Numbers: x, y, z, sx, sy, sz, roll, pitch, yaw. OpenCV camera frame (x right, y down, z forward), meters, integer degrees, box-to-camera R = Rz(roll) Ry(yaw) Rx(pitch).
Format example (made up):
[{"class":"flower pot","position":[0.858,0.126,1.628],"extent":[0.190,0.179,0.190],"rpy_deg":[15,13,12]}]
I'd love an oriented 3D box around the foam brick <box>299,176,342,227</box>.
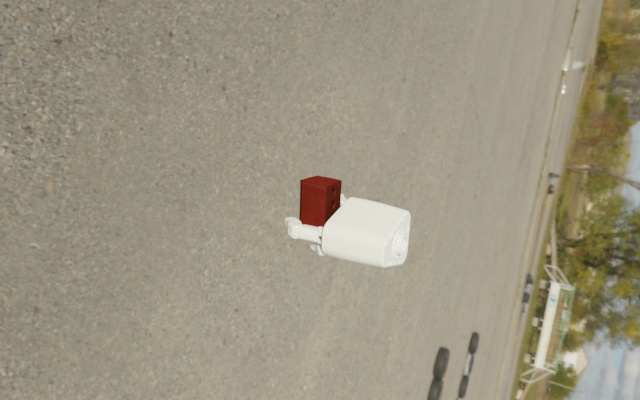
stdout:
[{"class":"foam brick","position":[0.000,0.002,0.796],"extent":[0.051,0.078,0.053],"rpy_deg":[12,20,30]}]
